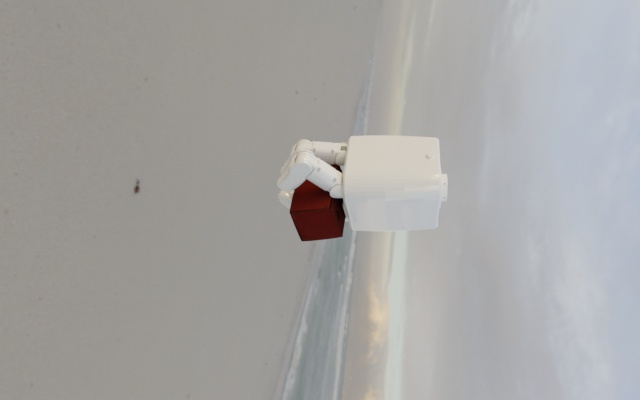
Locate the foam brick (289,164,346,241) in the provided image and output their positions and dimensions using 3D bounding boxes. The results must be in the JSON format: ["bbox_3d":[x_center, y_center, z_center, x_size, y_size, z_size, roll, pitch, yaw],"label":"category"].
[{"bbox_3d":[0.000,0.002,0.572,0.051,0.078,0.053,-5,-45,17],"label":"foam brick"}]
